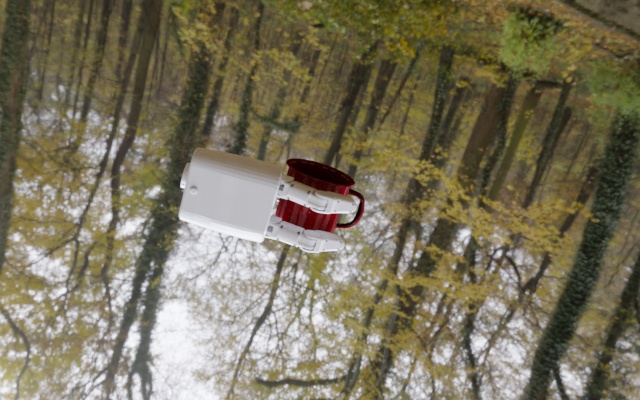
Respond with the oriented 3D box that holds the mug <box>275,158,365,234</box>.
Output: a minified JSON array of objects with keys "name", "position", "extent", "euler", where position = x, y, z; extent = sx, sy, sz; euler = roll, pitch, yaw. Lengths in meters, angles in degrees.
[{"name":"mug","position":[0.001,0.003,0.629],"extent":[0.117,0.081,0.093],"euler":[16,17,-9]}]
